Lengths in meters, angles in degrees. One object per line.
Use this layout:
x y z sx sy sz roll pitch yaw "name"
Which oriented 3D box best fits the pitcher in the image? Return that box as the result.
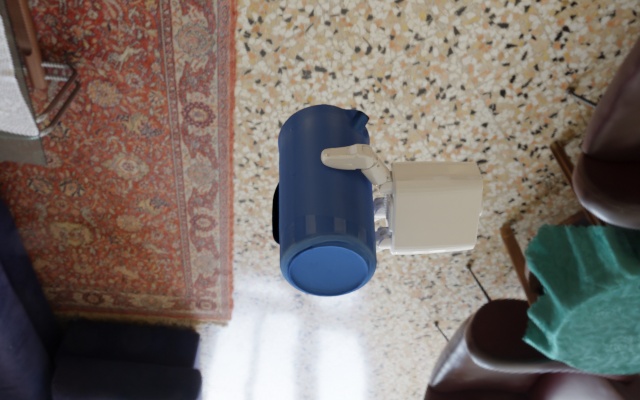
0.000 0.002 0.613 0.145 0.149 0.242 -2 43 1 "pitcher"
